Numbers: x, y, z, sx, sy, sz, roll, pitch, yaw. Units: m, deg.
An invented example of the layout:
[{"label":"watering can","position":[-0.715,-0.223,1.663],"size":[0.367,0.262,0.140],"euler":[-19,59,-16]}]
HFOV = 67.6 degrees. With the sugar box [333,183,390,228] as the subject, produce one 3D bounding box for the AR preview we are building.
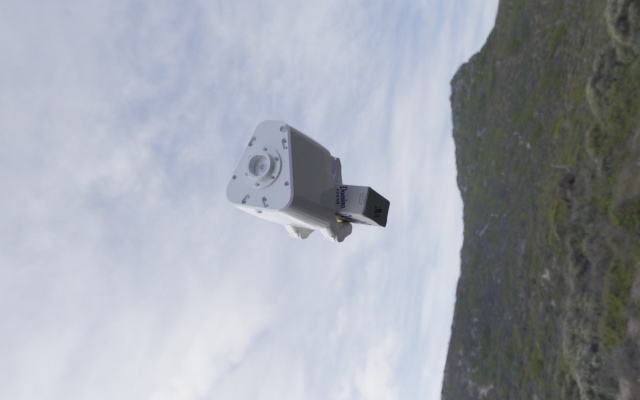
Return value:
[{"label":"sugar box","position":[0.000,0.003,0.677],"size":[0.176,0.048,0.093],"euler":[9,-9,28]}]
